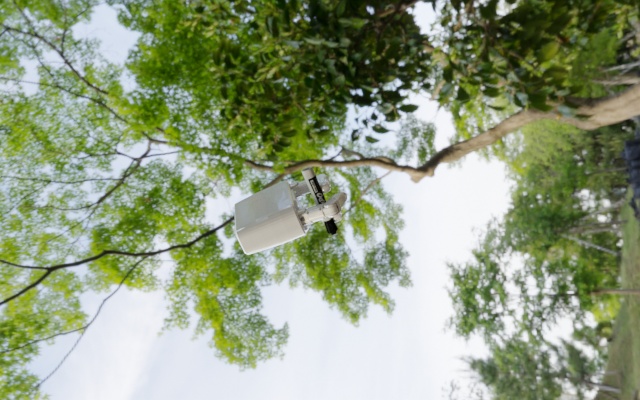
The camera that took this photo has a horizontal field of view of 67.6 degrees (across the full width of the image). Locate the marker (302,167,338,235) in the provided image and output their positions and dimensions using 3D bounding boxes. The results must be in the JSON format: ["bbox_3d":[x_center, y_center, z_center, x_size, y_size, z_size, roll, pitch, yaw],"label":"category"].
[{"bbox_3d":[0.000,0.003,0.782,0.020,0.121,0.020,-21,17,7],"label":"marker"}]
